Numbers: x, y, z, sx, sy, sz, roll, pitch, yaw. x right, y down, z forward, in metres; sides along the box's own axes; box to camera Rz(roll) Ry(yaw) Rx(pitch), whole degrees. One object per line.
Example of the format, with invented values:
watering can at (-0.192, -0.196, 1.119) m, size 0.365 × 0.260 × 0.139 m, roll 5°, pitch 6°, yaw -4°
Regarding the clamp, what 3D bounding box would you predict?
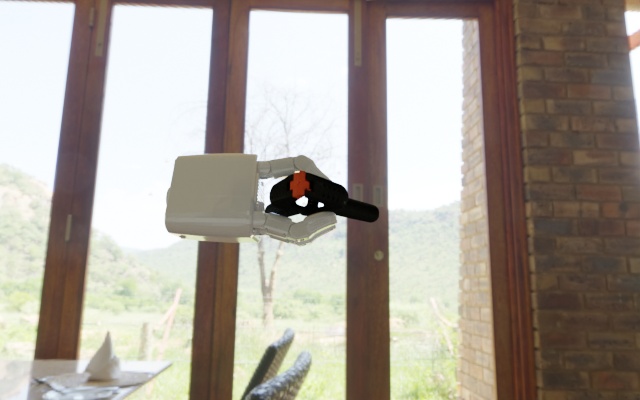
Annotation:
clamp at (0.000, 0.001, 0.603) m, size 0.164 × 0.036 × 0.210 m, roll 1°, pitch -11°, yaw 1°
